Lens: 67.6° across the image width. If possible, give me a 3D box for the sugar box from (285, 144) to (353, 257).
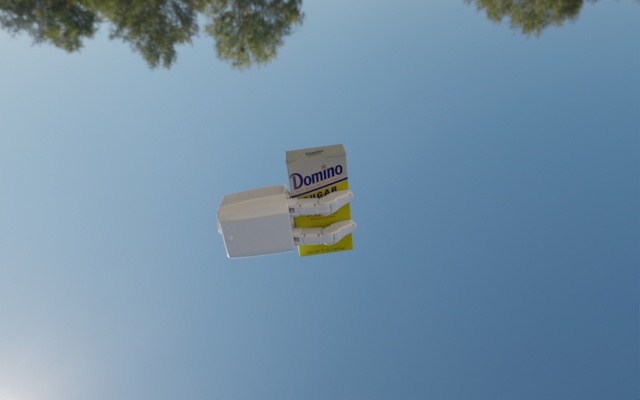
[{"bbox_3d":[0.000,0.003,0.764,0.093,0.176,0.048,-9,31,-2],"label":"sugar box"}]
